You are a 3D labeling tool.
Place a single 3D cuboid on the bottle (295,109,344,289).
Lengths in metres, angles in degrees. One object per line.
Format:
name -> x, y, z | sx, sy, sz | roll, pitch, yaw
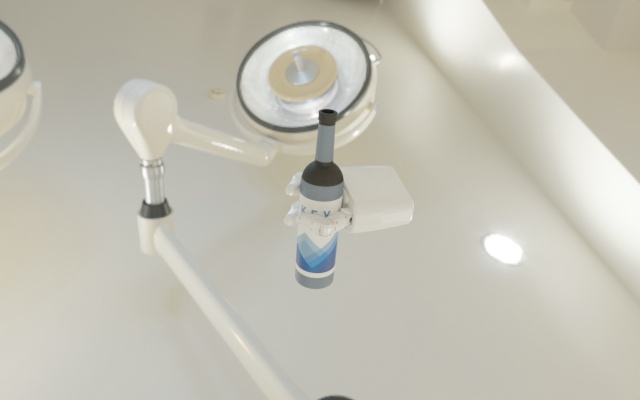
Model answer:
bottle -> 0.000, 0.003, 0.750 | 0.069, 0.296, 0.069 | 4, 28, -2
